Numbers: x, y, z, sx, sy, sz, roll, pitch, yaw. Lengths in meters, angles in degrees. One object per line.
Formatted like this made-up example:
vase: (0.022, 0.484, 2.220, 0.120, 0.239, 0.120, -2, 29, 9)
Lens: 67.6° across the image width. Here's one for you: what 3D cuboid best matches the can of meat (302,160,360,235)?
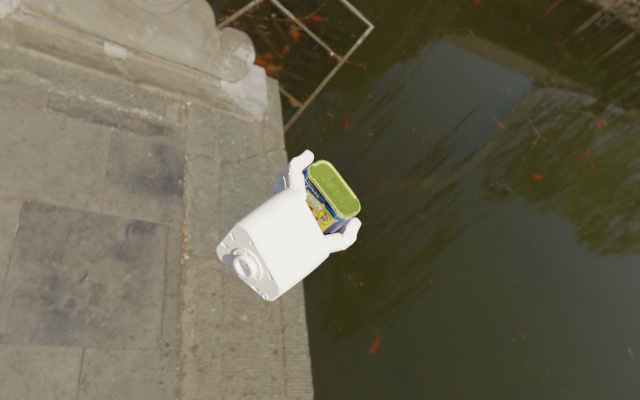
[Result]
can of meat: (0.000, 0.002, 0.714, 0.057, 0.102, 0.084, -32, -9, -44)
